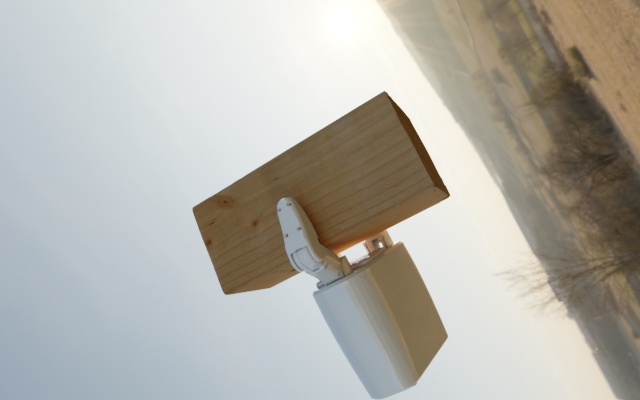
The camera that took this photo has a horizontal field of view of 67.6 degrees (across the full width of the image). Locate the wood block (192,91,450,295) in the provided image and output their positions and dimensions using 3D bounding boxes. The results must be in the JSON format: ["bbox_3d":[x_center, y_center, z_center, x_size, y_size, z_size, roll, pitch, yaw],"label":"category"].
[{"bbox_3d":[0.000,0.002,0.438,0.206,0.090,0.091,-29,-16,18],"label":"wood block"}]
